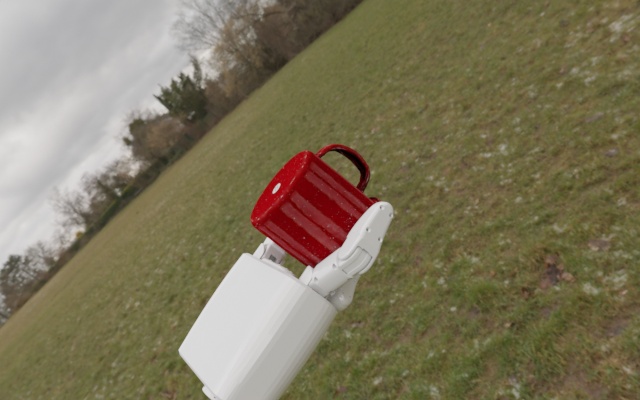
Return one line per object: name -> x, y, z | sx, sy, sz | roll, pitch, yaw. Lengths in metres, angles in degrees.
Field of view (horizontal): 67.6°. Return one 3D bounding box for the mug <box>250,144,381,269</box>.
mug -> 0.001, 0.000, 0.420 | 0.081, 0.117, 0.093 | 39, -16, -16
